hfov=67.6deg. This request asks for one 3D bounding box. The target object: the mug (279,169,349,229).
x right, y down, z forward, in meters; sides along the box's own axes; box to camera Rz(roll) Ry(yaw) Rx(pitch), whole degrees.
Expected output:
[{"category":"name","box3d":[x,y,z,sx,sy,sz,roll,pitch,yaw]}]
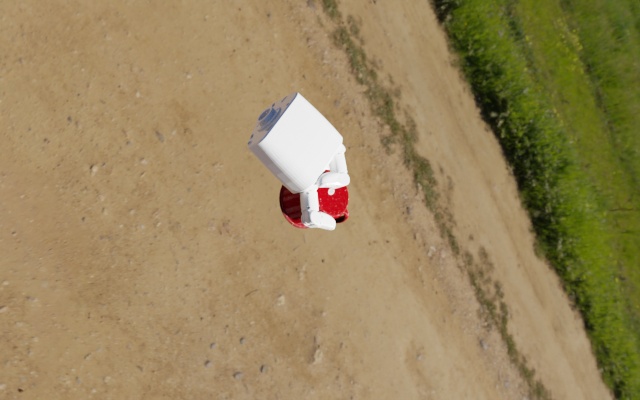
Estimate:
[{"category":"mug","box3d":[0.001,0.003,0.799,0.081,0.093,0.117,-15,-48,46]}]
